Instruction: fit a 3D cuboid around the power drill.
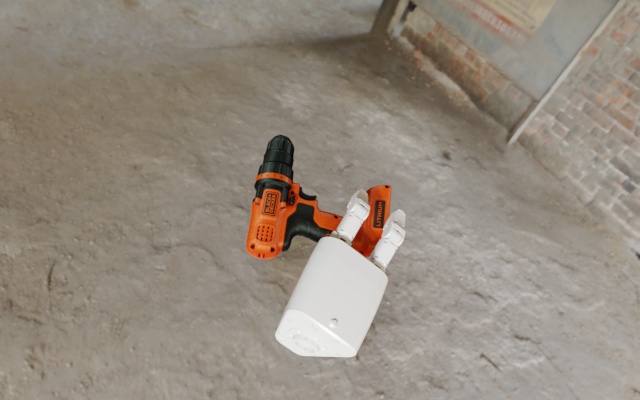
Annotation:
[{"bbox_3d":[0.001,0.002,0.660,0.187,0.184,0.057,9,-24,-3],"label":"power drill"}]
